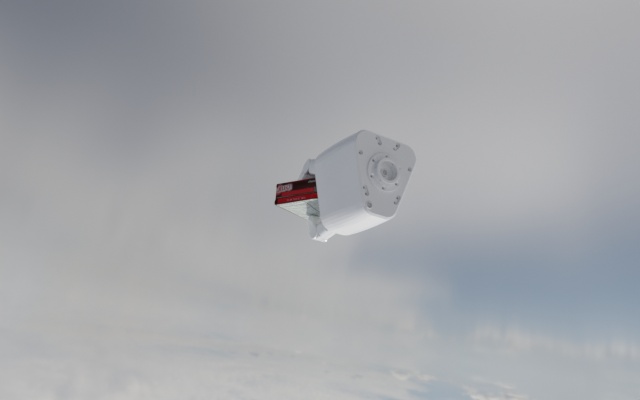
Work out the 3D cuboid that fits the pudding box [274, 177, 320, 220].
[{"bbox_3d":[0.000,0.003,0.719,0.090,0.039,0.113,-7,-24,35],"label":"pudding box"}]
